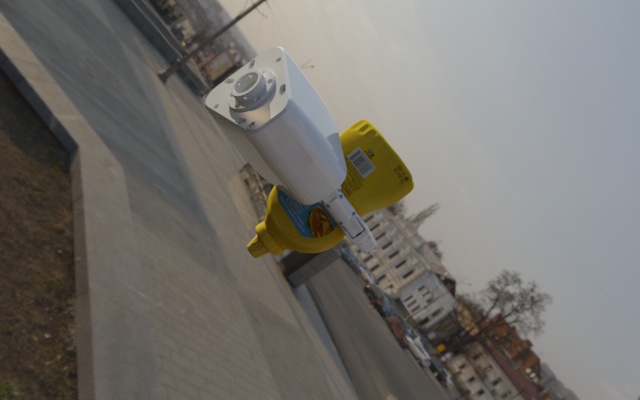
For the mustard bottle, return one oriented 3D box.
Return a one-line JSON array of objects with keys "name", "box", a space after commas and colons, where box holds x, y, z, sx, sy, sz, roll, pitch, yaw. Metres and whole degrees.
[{"name": "mustard bottle", "box": [0.000, 0.002, 0.526, 0.191, 0.096, 0.058, -36, -20, 3]}]
